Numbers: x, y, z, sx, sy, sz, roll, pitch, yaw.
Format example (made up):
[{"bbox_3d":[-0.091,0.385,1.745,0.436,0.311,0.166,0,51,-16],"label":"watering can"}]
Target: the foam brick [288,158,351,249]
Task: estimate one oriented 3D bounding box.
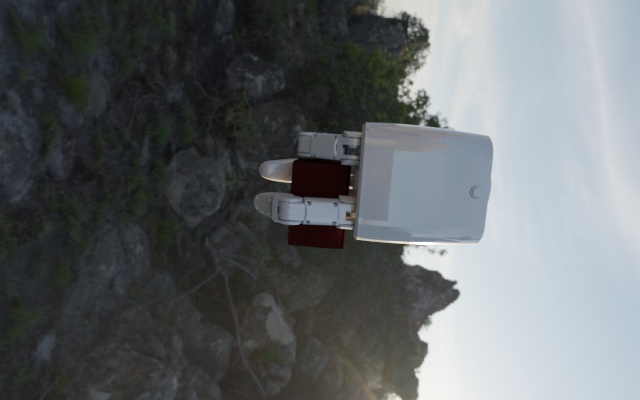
[{"bbox_3d":[0.000,0.002,0.441,0.051,0.078,0.053,5,8,3],"label":"foam brick"}]
